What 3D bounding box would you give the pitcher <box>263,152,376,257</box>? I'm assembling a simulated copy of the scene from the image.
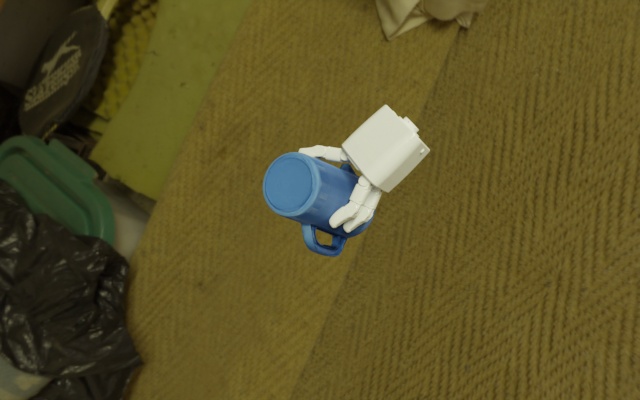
[{"bbox_3d":[0.000,0.003,0.868,0.145,0.149,0.243,-41,-24,14],"label":"pitcher"}]
